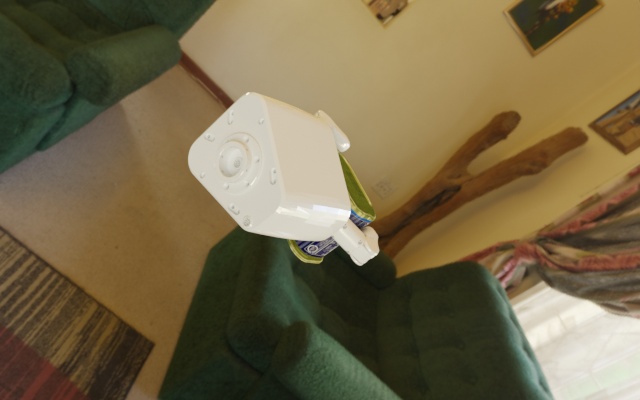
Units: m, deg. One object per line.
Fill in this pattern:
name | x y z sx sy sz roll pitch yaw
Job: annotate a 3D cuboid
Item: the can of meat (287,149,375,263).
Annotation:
can of meat | 0.000 0.002 0.512 0.084 0.102 0.057 -38 -28 21
